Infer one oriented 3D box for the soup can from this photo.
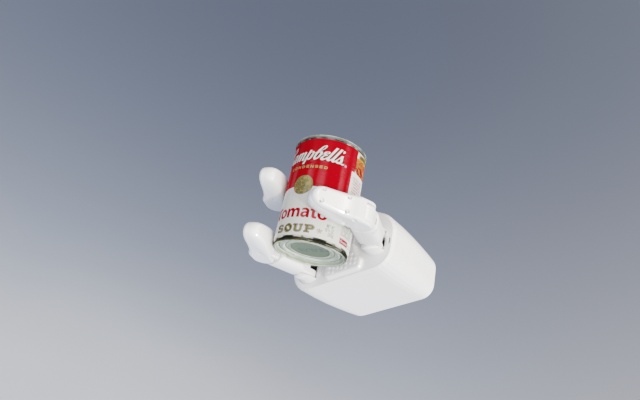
[{"bbox_3d":[0.000,0.001,0.434,0.068,0.102,0.068,10,-24,5],"label":"soup can"}]
